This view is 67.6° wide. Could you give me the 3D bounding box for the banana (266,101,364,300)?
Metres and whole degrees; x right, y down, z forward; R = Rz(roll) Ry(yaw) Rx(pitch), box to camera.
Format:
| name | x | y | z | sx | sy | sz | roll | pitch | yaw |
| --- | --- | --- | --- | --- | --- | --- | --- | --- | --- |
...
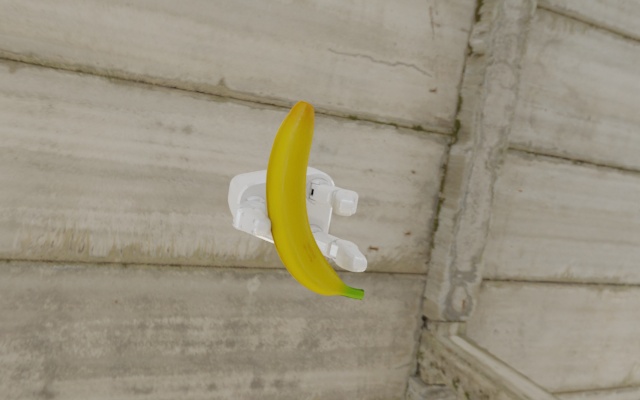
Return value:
| name | x | y | z | sx | sy | sz | roll | pitch | yaw |
| --- | --- | --- | --- | --- | --- | --- | --- | --- | --- |
| banana | -0.017 | 0.010 | 0.448 | 0.069 | 0.198 | 0.037 | -18 | 15 | -9 |
